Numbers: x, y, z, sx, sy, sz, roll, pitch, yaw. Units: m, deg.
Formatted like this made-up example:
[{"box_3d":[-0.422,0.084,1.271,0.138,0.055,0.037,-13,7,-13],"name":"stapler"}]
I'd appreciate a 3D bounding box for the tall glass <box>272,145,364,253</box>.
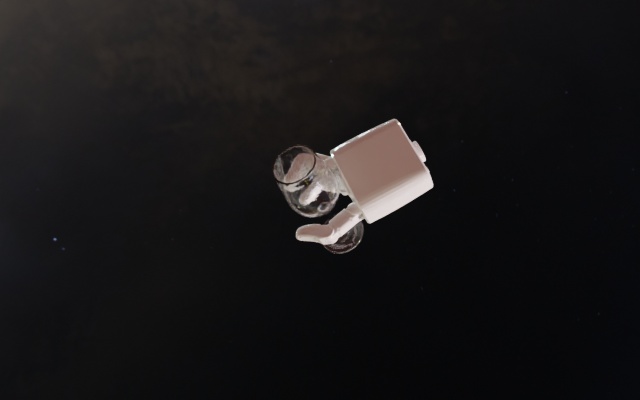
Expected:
[{"box_3d":[0.000,0.003,0.694,0.079,0.079,0.201,0,-30,24],"name":"tall glass"}]
